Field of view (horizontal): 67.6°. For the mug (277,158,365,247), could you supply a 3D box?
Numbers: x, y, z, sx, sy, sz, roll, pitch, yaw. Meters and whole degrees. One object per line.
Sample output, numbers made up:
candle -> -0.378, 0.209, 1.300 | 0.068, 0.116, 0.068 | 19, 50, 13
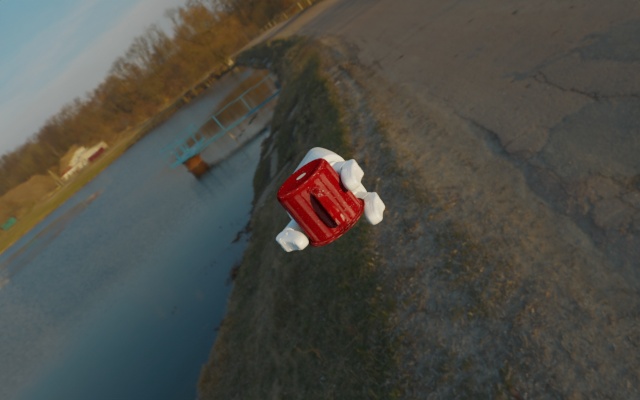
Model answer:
mug -> 0.000, 0.002, 0.610 | 0.093, 0.081, 0.117 | -40, 18, -2
